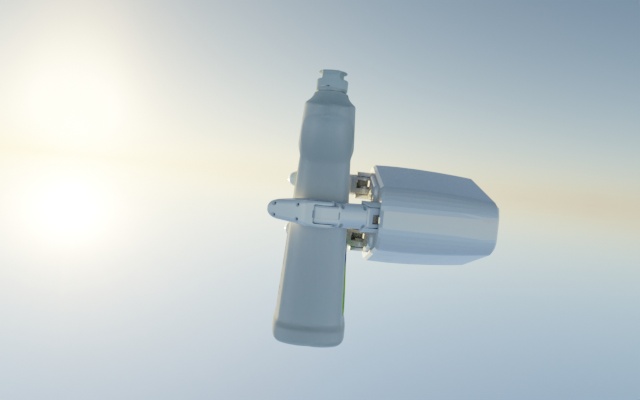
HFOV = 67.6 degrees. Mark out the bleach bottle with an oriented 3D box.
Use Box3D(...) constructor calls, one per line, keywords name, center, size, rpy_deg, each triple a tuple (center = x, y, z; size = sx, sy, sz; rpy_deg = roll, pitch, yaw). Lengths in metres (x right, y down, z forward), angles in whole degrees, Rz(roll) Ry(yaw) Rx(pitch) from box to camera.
Box3D(name="bleach bottle", center=(0.000, 0.002, 0.459), size=(0.068, 0.251, 0.102), rpy_deg=(6, 3, -1))
